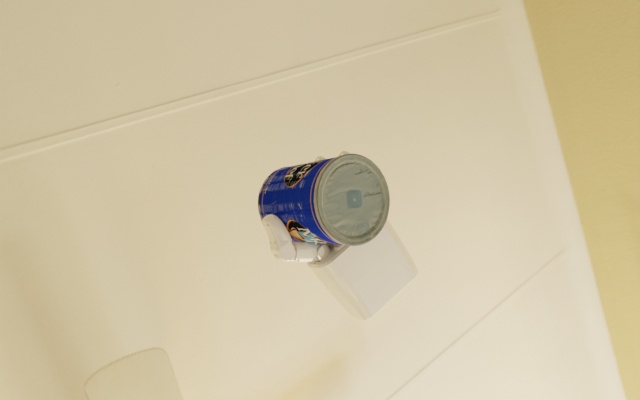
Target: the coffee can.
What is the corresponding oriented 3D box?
[{"bbox_3d":[0.000,0.002,0.585,0.103,0.103,0.140,0,-2,-34],"label":"coffee can"}]
